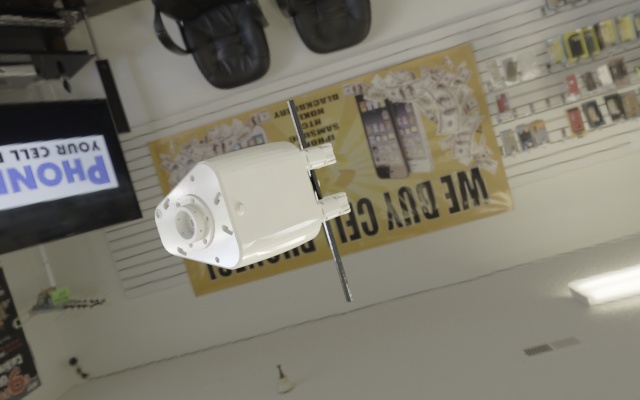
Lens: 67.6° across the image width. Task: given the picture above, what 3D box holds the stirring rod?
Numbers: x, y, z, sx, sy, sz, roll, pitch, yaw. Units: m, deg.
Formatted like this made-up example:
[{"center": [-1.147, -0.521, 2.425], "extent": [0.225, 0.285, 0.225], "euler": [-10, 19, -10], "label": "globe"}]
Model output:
[{"center": [0.000, 0.002, 0.549], "extent": [0.011, 0.239, 0.011], "euler": [-17, 3, 1], "label": "stirring rod"}]
